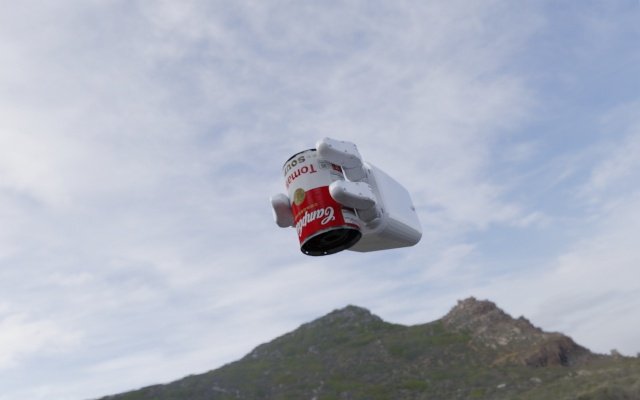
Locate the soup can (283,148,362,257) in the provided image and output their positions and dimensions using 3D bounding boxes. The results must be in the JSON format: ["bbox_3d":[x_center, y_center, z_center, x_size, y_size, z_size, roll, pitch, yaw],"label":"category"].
[{"bbox_3d":[0.000,0.001,0.530,0.068,0.102,0.068,-12,-27,-6],"label":"soup can"}]
